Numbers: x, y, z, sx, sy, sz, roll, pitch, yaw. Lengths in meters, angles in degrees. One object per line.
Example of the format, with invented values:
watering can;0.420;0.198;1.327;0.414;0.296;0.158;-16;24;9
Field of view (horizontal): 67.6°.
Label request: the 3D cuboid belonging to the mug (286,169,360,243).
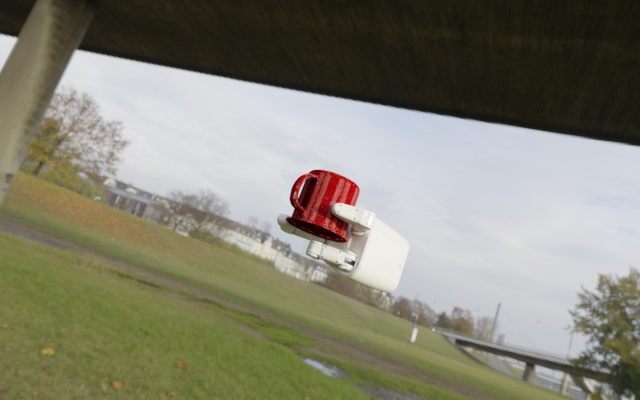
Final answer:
mug;-0.001;0.001;0.683;0.093;0.081;0.117;7;-18;45
